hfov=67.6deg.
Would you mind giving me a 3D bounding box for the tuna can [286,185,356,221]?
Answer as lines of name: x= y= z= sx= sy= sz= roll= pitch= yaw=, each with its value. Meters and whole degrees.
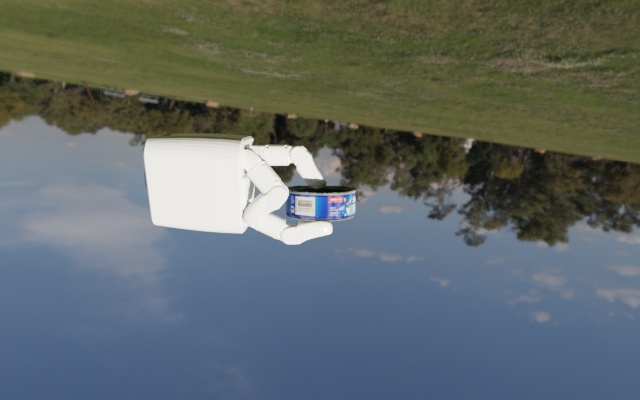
tuna can: x=0.000 y=0.002 z=0.581 sx=0.086 sy=0.034 sz=0.086 roll=1 pitch=8 yaw=0
